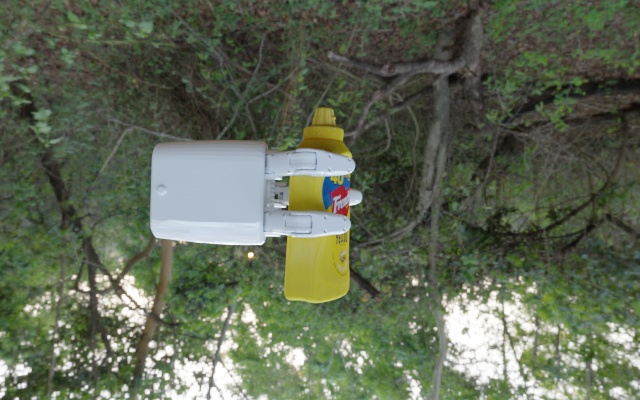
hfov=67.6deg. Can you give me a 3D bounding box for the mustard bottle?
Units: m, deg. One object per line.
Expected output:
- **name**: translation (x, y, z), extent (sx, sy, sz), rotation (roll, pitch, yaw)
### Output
- **mustard bottle**: translation (0.000, 0.002, 0.489), extent (0.058, 0.191, 0.096), rotation (2, 0, 24)
